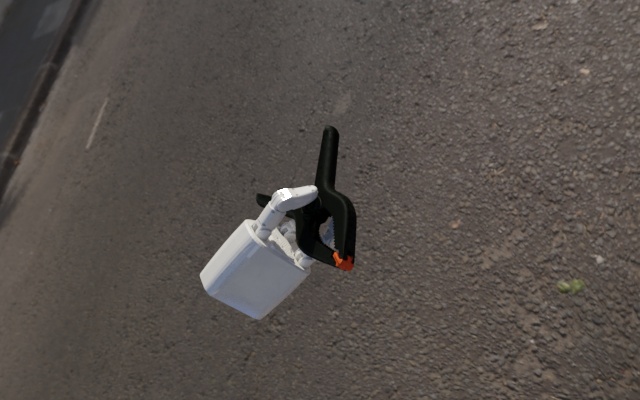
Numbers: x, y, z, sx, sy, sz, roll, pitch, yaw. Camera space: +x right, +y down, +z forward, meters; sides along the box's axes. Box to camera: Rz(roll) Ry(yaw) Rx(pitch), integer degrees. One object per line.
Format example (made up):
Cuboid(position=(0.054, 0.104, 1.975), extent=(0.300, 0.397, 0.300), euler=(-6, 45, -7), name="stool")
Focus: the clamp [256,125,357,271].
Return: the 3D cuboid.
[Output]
Cuboid(position=(0.000, 0.002, 0.647), extent=(0.036, 0.164, 0.210), euler=(27, 20, -45), name="clamp")
